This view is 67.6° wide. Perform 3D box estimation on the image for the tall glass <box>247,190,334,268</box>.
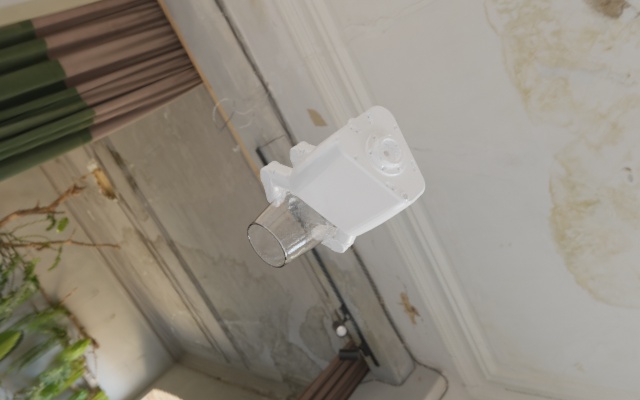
[{"bbox_3d":[0.000,0.002,0.606,0.079,0.079,0.201,0,31,47],"label":"tall glass"}]
